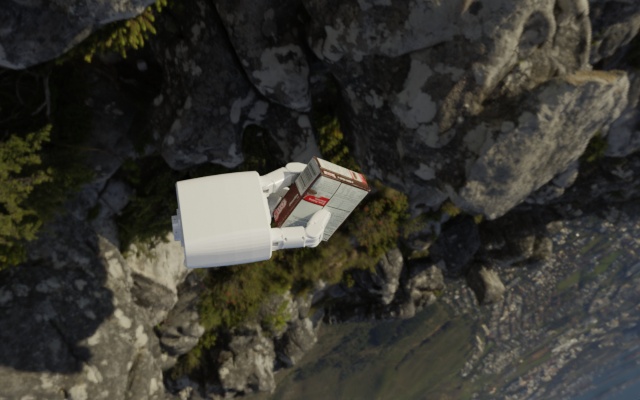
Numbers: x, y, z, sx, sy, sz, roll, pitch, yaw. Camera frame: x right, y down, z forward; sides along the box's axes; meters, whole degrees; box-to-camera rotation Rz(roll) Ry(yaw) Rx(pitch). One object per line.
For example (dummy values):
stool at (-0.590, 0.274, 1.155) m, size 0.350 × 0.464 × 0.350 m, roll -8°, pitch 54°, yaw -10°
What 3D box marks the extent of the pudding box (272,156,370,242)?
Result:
pudding box at (0.000, 0.002, 0.664) m, size 0.090 × 0.039 × 0.113 m, roll 17°, pitch -54°, yaw -35°
